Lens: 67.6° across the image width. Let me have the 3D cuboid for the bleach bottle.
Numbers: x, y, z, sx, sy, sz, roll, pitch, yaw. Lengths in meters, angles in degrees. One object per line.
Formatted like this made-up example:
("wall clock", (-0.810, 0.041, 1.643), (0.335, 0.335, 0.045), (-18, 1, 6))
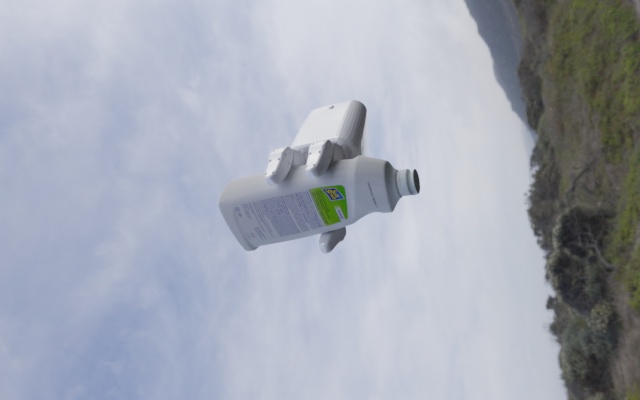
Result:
("bleach bottle", (0.000, 0.002, 0.598), (0.251, 0.103, 0.068), (-9, 37, 25))
